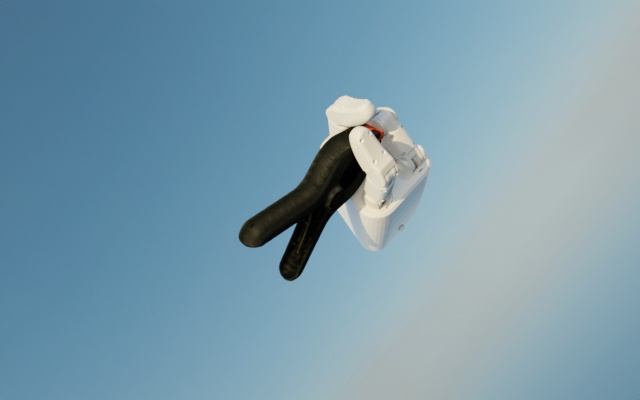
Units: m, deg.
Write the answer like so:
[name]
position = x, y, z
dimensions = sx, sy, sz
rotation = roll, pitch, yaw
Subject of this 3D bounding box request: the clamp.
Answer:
[clamp]
position = 0.000, 0.001, 0.454
dimensions = 0.039, 0.171, 0.120
rotation = 38, -19, 21
